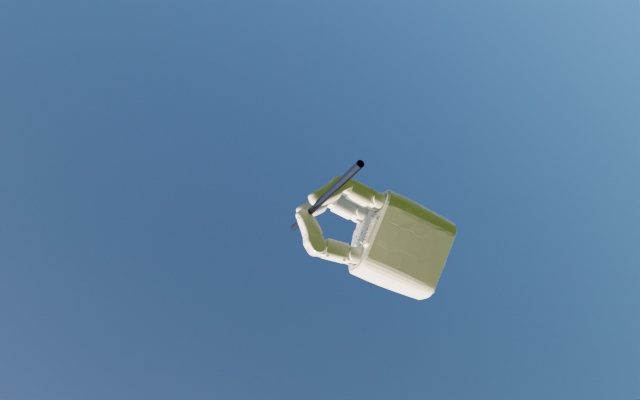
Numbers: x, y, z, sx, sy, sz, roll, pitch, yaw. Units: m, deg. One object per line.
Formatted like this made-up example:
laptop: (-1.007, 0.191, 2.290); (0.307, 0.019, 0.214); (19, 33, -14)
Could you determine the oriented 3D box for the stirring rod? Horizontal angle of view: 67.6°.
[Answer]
stirring rod: (0.000, 0.002, 0.565); (0.011, 0.011, 0.239); (0, -18, -20)
